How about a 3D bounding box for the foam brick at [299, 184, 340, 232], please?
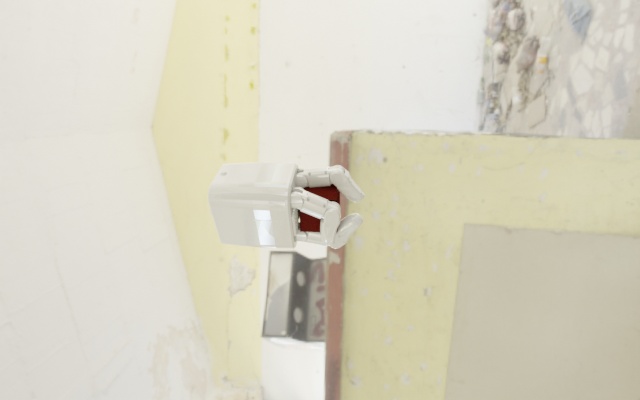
[{"bbox_3d":[0.000,0.002,0.666,0.051,0.053,0.078,1,30,5],"label":"foam brick"}]
